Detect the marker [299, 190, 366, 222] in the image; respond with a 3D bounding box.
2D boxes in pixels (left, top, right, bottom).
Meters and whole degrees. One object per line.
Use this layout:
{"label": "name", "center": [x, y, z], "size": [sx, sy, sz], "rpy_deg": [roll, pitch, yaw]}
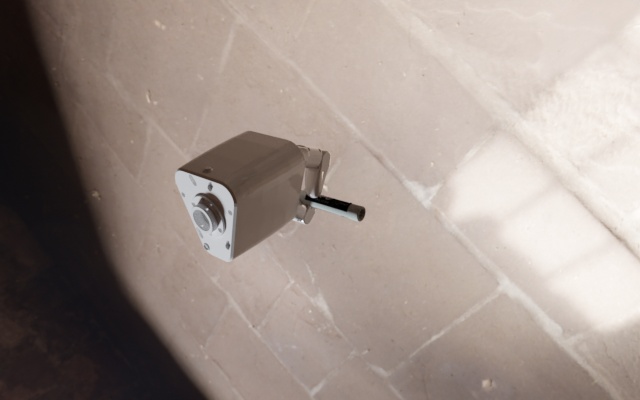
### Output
{"label": "marker", "center": [0.000, 0.002, 0.592], "size": [0.121, 0.020, 0.020], "rpy_deg": [17, 9, 33]}
